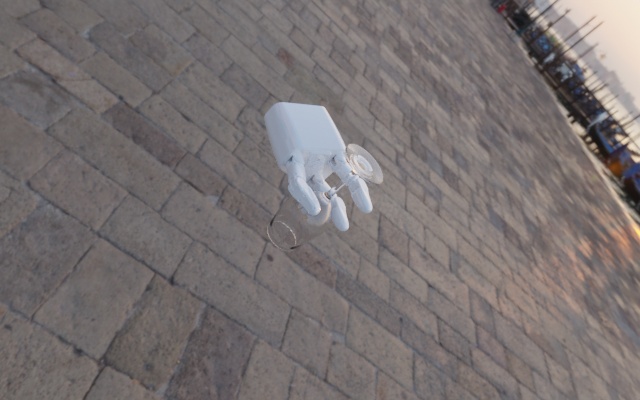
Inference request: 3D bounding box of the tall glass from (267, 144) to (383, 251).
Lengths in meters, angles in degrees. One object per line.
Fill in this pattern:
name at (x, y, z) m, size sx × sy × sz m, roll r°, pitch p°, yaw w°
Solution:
tall glass at (0.001, 0.002, 0.742) m, size 0.201 × 0.079 × 0.079 m, roll -41°, pitch -25°, yaw 31°
